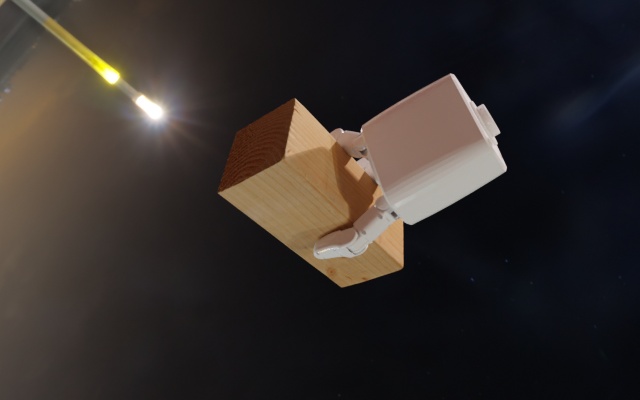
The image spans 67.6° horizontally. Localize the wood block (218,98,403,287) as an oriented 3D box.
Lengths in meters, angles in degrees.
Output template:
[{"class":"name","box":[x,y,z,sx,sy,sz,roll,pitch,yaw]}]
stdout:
[{"class":"wood block","box":[0.000,0.002,0.527,0.090,0.090,0.206,-23,-49,32]}]
